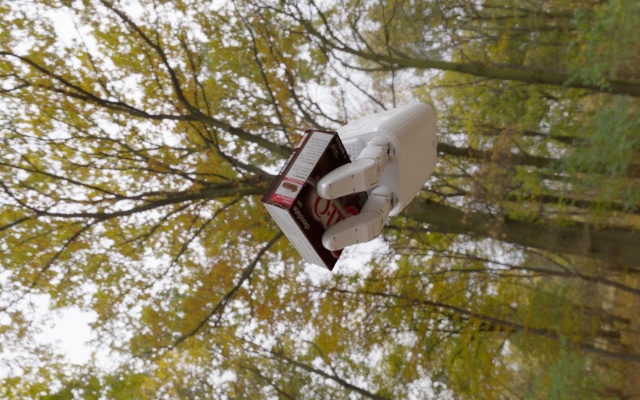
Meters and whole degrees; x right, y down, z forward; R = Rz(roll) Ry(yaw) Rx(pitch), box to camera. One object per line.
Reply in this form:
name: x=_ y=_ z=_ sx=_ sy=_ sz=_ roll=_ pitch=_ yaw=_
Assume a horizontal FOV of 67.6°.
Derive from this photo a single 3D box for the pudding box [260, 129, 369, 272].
pudding box: x=0.000 y=0.001 z=0.456 sx=0.039 sy=0.090 sz=0.114 roll=12 pitch=-29 yaw=34
